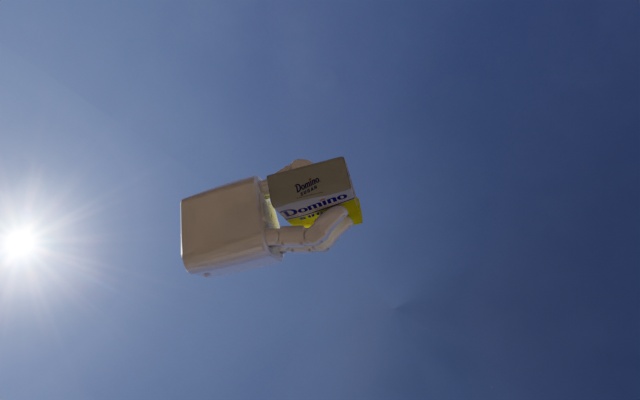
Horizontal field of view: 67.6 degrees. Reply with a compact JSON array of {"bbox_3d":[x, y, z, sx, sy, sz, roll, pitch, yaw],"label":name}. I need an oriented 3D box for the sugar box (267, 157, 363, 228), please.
[{"bbox_3d":[0.000,0.003,0.608,0.093,0.048,0.176,-14,-14,6],"label":"sugar box"}]
